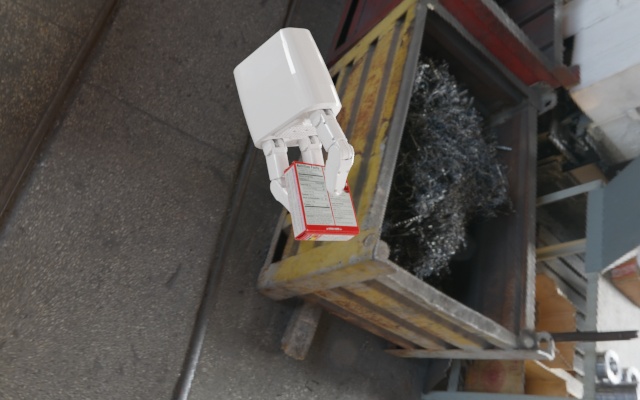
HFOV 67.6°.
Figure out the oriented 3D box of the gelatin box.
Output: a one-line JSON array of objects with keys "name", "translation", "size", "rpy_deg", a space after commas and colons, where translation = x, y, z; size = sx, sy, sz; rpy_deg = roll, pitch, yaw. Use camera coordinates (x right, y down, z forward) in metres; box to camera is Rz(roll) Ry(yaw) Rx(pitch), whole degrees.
[{"name": "gelatin box", "translation": [0.000, 0.002, 0.553], "size": [0.073, 0.089, 0.030], "rpy_deg": [4, -28, -34]}]
